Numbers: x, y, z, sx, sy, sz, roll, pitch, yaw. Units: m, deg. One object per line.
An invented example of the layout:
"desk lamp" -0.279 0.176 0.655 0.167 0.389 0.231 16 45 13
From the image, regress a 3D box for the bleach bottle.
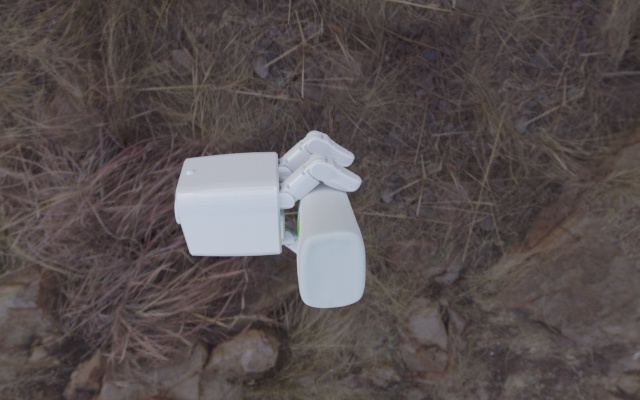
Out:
"bleach bottle" 0.000 0.002 0.569 0.068 0.103 0.250 -4 33 -4
